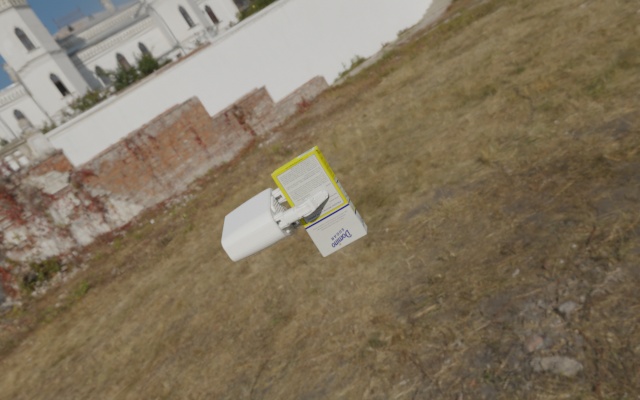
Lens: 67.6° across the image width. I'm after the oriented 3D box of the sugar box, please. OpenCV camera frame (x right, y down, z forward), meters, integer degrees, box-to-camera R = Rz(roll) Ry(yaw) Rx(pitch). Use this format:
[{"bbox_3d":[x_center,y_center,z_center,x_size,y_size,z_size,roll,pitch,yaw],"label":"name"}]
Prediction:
[{"bbox_3d":[0.000,0.003,0.845,0.093,0.176,0.048,-29,13,12],"label":"sugar box"}]
